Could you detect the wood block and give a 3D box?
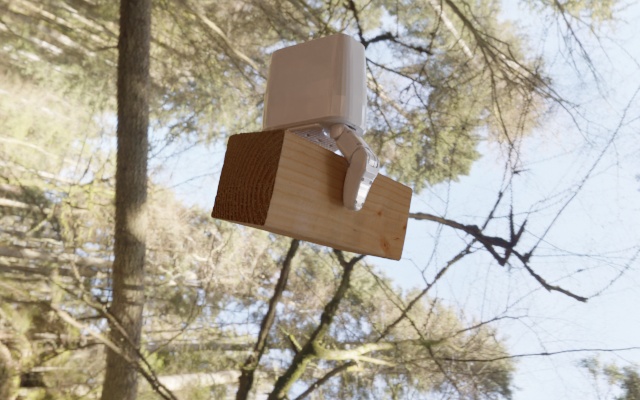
[{"bbox_3d":[0.000,0.001,0.517,0.091,0.090,0.206,3,-11,46],"label":"wood block"}]
